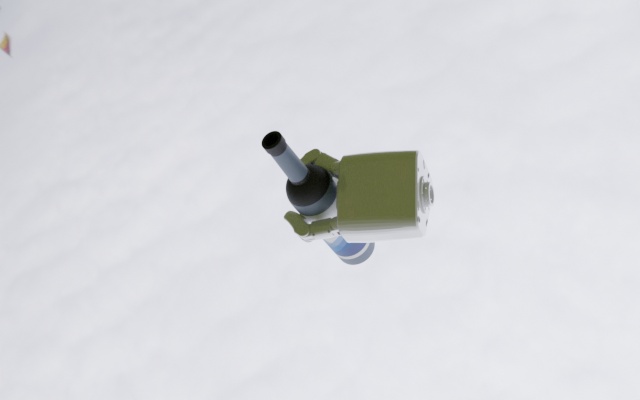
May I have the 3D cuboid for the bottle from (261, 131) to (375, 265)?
[{"bbox_3d":[0.000,0.002,0.679,0.069,0.069,0.296,0,-30,28],"label":"bottle"}]
